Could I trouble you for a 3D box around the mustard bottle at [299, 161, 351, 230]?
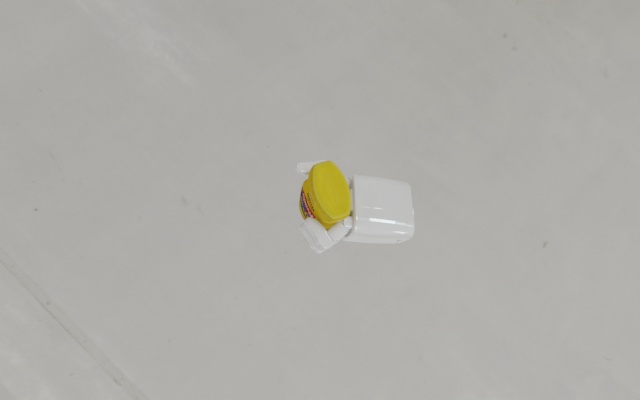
[{"bbox_3d":[0.000,0.003,0.829,0.058,0.096,0.192,-19,-8,-14],"label":"mustard bottle"}]
